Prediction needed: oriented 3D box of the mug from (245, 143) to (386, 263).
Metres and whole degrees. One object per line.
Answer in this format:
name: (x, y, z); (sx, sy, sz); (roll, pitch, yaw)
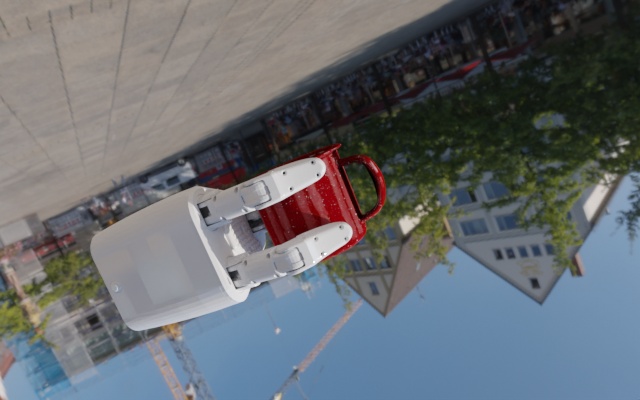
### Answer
mug: (0.001, 0.001, 0.411); (0.117, 0.081, 0.093); (-20, 9, 18)
